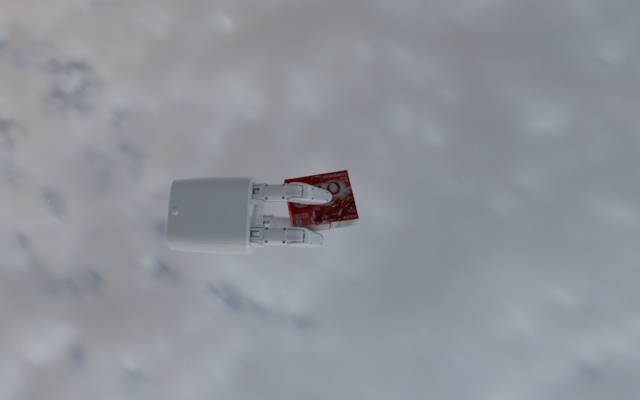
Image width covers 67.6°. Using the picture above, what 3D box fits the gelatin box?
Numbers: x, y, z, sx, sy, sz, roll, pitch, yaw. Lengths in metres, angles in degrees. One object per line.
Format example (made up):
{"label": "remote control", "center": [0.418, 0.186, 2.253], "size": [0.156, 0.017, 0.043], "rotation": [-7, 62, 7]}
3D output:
{"label": "gelatin box", "center": [0.000, 0.002, 0.640], "size": [0.089, 0.073, 0.030], "rotation": [-8, -22, -9]}
